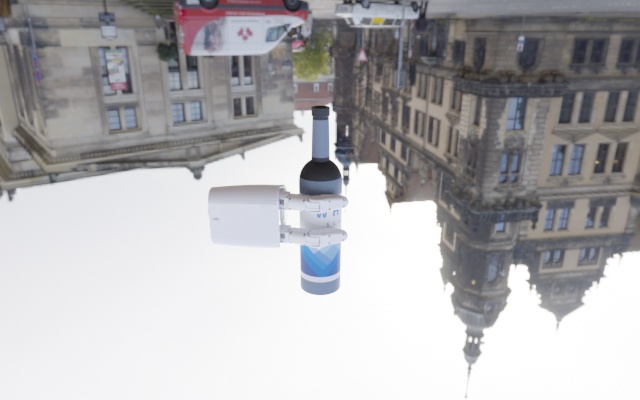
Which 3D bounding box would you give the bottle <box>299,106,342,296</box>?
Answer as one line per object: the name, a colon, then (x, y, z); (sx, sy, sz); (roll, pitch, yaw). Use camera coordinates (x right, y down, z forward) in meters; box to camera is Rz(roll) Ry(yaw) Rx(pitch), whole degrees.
bottle: (0.000, 0.003, 0.743); (0.069, 0.296, 0.069); (0, 20, 0)
